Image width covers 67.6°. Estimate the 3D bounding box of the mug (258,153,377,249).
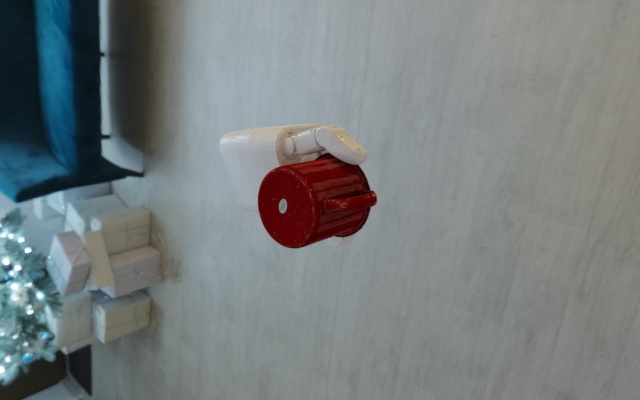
[{"bbox_3d":[0.001,0.002,0.476,0.117,0.093,0.081,3,12,40],"label":"mug"}]
